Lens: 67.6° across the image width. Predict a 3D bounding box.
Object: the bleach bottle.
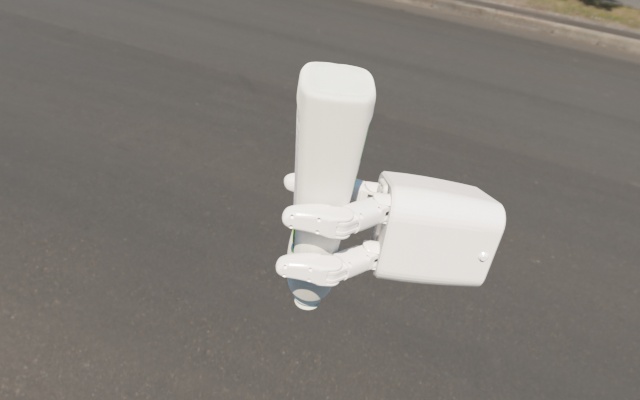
[{"bbox_3d":[0.000,0.002,0.474,0.068,0.251,0.102,7,31,-2],"label":"bleach bottle"}]
